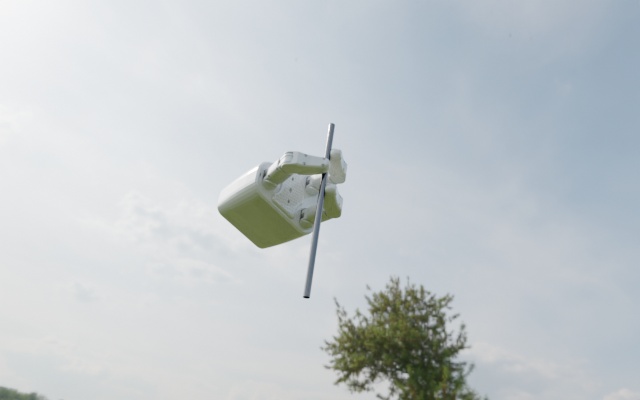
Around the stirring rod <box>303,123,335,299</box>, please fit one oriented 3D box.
[{"bbox_3d":[0.000,0.002,0.574,0.011,0.239,0.011,6,-31,4],"label":"stirring rod"}]
